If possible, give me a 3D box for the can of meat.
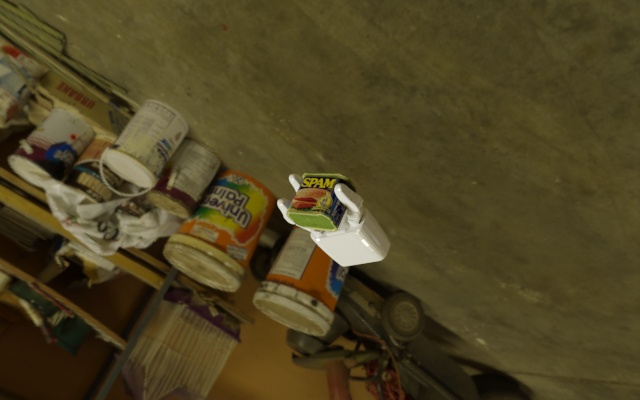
[{"bbox_3d":[0.000,0.003,0.821,0.102,0.084,0.057,4,-33,37],"label":"can of meat"}]
